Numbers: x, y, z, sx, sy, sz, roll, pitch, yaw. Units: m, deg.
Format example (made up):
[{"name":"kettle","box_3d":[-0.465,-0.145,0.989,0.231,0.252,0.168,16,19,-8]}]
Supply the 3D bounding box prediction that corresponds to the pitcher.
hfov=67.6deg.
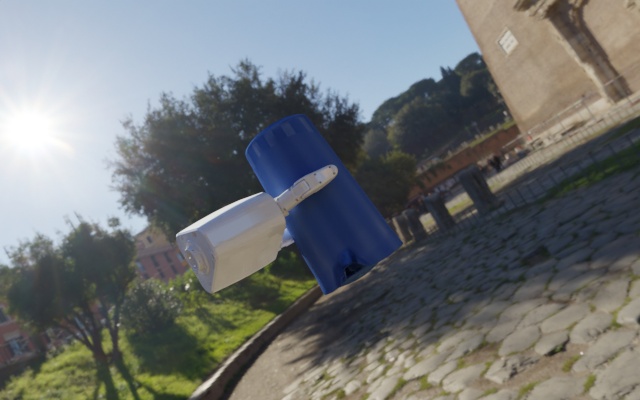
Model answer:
[{"name":"pitcher","box_3d":[0.000,0.002,0.696,0.145,0.243,0.149,-29,-7,-35]}]
